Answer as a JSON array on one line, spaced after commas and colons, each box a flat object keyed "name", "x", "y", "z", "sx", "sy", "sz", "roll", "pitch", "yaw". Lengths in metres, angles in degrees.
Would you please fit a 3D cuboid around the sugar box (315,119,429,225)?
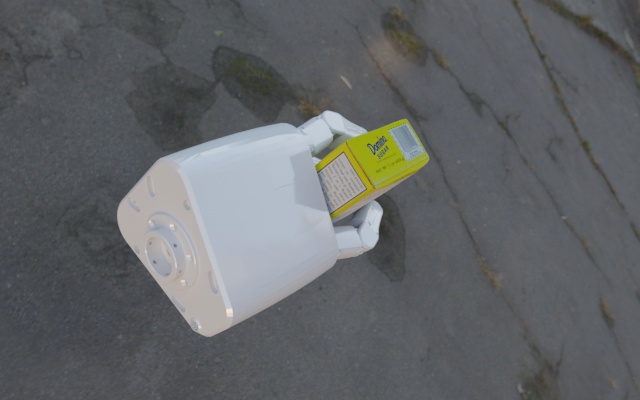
[{"name": "sugar box", "x": 0.000, "y": 0.001, "z": 0.408, "sx": 0.176, "sy": 0.048, "sz": 0.093, "roll": -33, "pitch": -5, "yaw": 41}]
